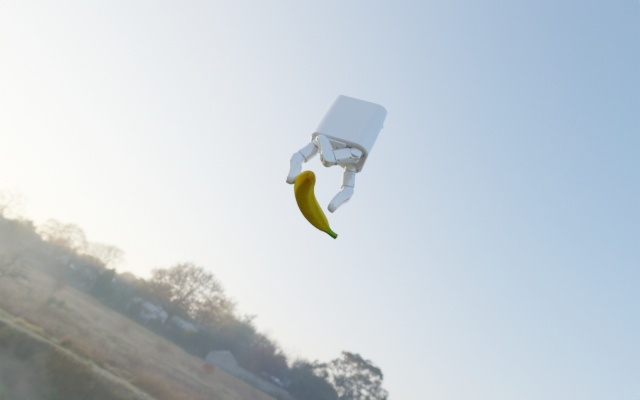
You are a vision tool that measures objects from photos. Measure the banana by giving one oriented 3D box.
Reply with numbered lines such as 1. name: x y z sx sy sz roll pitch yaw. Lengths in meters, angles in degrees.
1. banana: -0.015 0.000 0.865 0.069 0.037 0.198 15 -29 27
